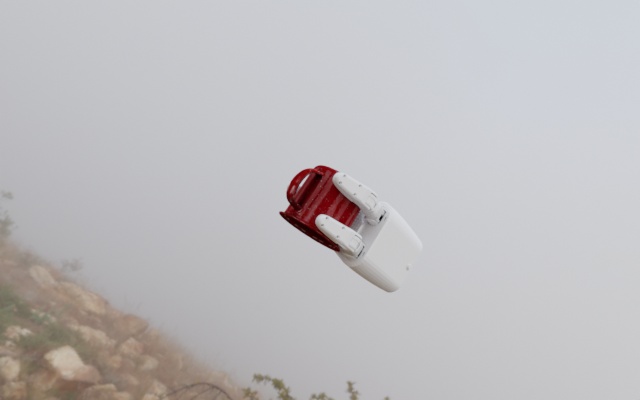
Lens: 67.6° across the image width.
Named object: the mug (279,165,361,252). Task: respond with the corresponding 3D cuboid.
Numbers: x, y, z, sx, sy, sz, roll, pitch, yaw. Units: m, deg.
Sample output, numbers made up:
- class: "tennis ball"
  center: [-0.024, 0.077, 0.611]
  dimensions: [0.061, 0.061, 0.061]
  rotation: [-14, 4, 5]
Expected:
- class: "mug"
  center: [-0.001, 0.001, 0.613]
  dimensions: [0.093, 0.081, 0.117]
  rotation: [22, -15, 46]
